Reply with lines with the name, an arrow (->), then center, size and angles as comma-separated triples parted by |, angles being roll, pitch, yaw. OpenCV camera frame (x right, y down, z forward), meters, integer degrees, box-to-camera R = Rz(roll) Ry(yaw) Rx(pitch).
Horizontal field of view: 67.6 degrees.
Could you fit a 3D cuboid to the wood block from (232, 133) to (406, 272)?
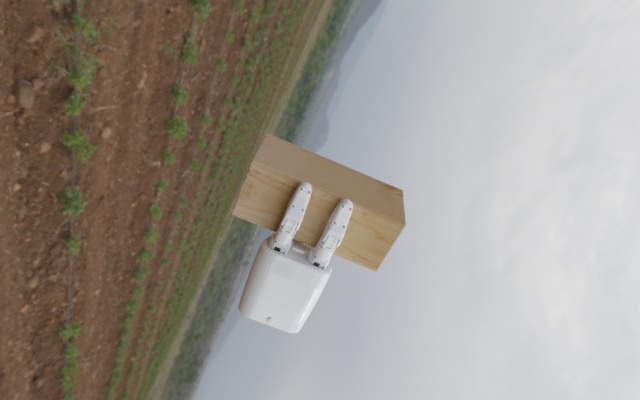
wood block -> 0.000, 0.002, 0.643 | 0.206, 0.090, 0.090 | 22, 31, -7
